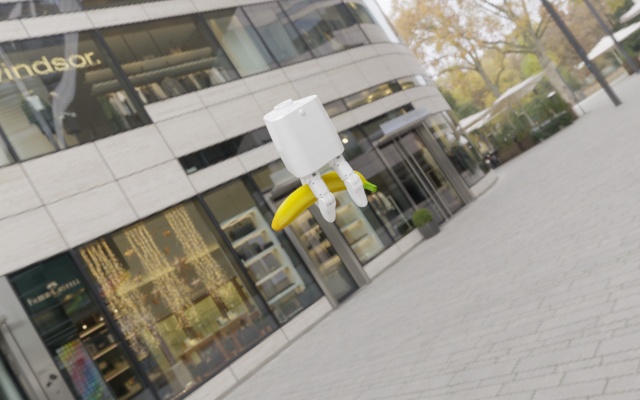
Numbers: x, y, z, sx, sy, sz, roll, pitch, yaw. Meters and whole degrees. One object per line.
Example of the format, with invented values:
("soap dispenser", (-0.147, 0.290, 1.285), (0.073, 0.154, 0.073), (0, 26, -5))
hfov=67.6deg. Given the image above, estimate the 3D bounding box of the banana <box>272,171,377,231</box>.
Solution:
("banana", (-0.003, -0.010, 0.850), (0.198, 0.037, 0.069), (-23, 44, -4))
